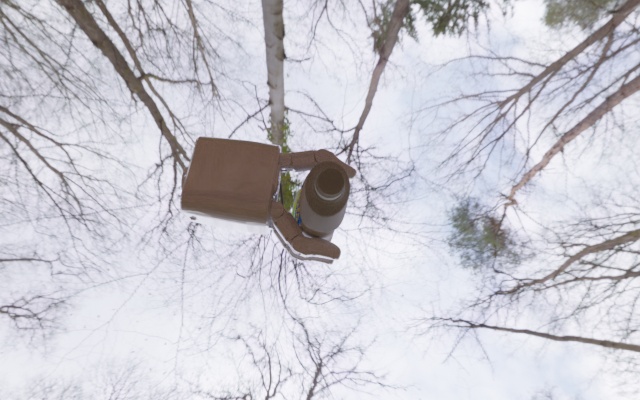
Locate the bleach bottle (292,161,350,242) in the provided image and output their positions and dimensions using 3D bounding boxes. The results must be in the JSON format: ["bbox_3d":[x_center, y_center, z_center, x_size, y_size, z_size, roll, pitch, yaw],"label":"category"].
[{"bbox_3d":[0.000,0.002,0.609,0.068,0.102,0.251,9,-14,-3],"label":"bleach bottle"}]
